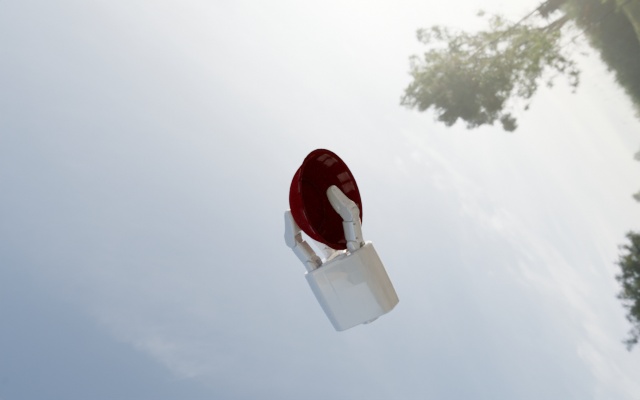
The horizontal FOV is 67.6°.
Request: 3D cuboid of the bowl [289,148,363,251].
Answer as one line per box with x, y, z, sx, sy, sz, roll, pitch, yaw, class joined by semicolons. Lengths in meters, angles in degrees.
-0.001;0.001;0.750;0.055;0.162;0.162;-15;-9;36;bowl
